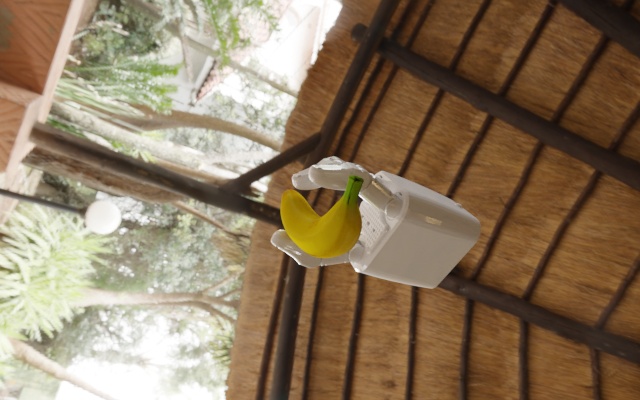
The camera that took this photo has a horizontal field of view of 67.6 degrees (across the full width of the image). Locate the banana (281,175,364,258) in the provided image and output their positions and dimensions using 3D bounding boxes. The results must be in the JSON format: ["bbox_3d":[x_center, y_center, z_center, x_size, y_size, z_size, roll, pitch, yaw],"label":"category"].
[{"bbox_3d":[-0.003,0.019,0.460,0.037,0.069,0.198,15,-8,-21],"label":"banana"}]
